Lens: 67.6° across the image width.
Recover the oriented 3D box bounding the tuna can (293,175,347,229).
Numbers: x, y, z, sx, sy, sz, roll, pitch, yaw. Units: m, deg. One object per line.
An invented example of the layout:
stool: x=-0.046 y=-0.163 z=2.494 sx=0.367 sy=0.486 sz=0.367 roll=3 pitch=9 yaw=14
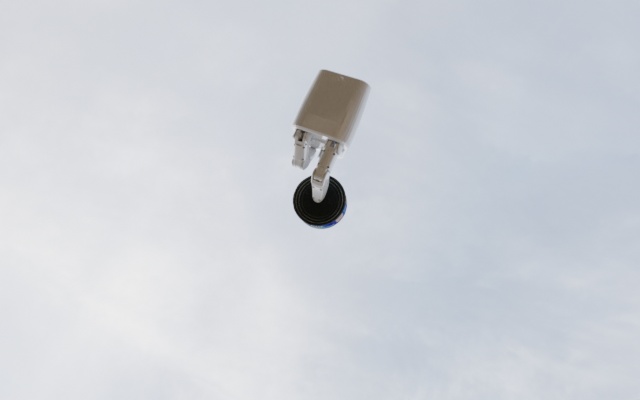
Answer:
tuna can: x=0.000 y=0.003 z=0.772 sx=0.086 sy=0.086 sz=0.034 roll=0 pitch=-15 yaw=9
